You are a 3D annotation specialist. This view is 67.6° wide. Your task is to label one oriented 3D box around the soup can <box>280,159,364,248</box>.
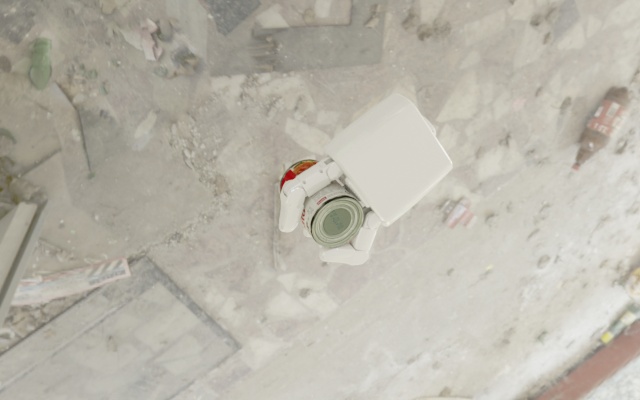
[{"bbox_3d":[0.000,0.002,0.569,0.068,0.068,0.102,0,28,-27],"label":"soup can"}]
